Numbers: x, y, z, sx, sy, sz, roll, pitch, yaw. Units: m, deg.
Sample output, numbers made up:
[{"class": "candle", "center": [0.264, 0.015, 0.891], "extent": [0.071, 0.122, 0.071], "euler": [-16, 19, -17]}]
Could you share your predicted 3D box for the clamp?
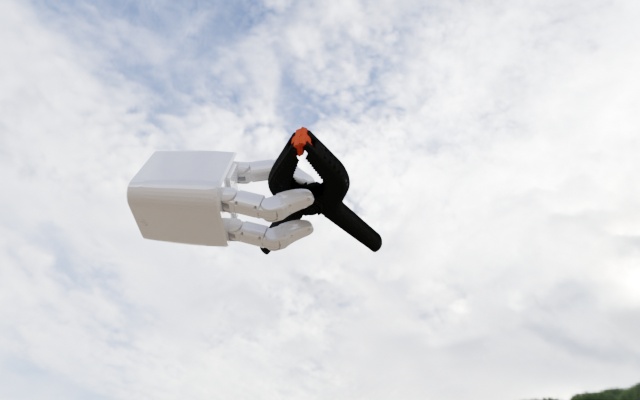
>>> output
[{"class": "clamp", "center": [0.000, 0.001, 0.578], "extent": [0.164, 0.036, 0.210], "euler": [2, -42, 1]}]
